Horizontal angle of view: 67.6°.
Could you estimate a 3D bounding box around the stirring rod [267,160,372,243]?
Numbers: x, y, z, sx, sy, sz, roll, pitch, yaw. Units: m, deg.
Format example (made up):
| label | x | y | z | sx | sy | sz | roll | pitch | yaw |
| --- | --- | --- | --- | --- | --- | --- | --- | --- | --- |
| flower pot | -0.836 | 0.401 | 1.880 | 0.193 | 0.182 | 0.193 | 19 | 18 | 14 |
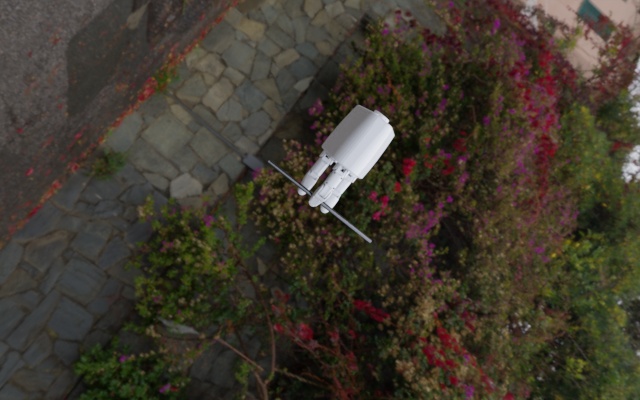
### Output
| label | x | y | z | sx | sy | sz | roll | pitch | yaw |
| --- | --- | --- | --- | --- | --- | --- | --- | --- | --- |
| stirring rod | 0.000 | 0.003 | 0.875 | 0.239 | 0.011 | 0.011 | 38 | -6 | -8 |
